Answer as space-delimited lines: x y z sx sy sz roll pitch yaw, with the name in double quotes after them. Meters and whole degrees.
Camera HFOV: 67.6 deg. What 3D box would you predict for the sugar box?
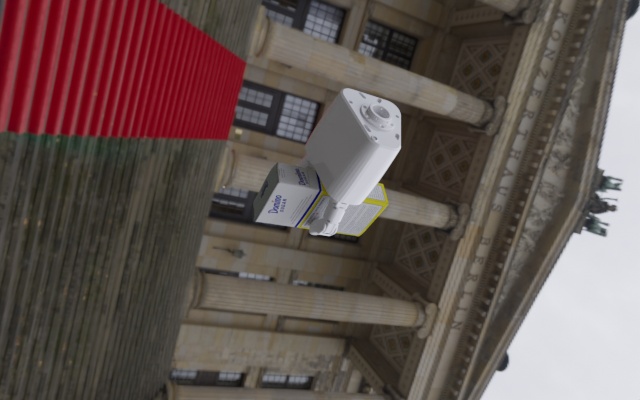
0.000 0.002 0.699 0.176 0.048 0.093 13 -43 -24 "sugar box"
